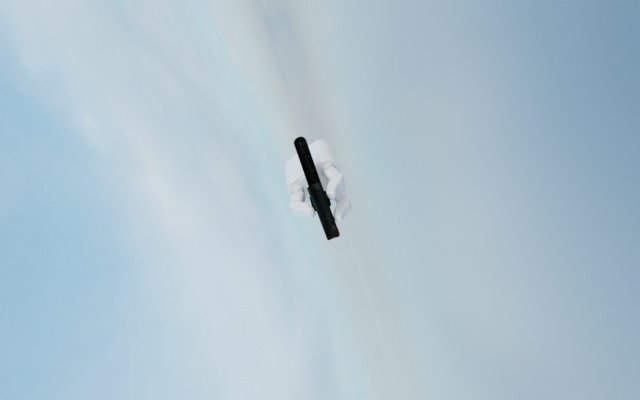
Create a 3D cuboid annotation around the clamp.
[{"bbox_3d":[-0.001,0.003,0.887,0.036,0.210,0.164,-18,33,2],"label":"clamp"}]
